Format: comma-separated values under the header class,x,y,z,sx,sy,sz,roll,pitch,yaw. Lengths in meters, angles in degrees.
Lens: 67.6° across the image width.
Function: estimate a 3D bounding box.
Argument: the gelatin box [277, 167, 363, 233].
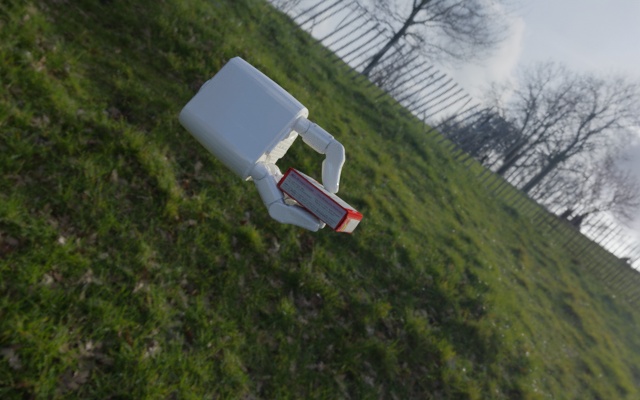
class,x,y,z,sx,sy,sz,roll,pitch,yaw
gelatin box,0.001,0.002,0.556,0.089,0.030,0.073,36,5,17
